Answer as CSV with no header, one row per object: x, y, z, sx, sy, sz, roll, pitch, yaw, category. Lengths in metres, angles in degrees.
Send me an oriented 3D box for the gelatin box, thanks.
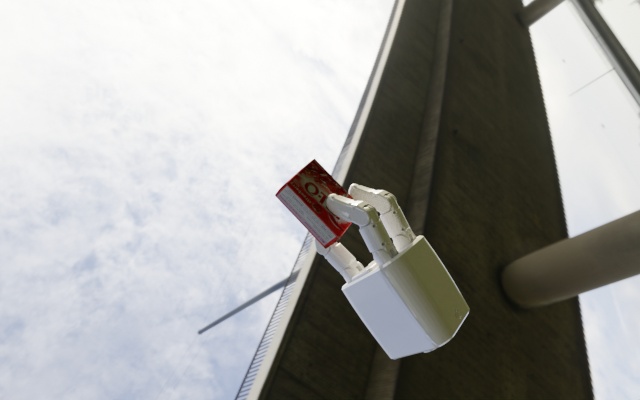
0.000,0.002,0.569,0.030,0.089,0.073,-42,3,39,gelatin box
